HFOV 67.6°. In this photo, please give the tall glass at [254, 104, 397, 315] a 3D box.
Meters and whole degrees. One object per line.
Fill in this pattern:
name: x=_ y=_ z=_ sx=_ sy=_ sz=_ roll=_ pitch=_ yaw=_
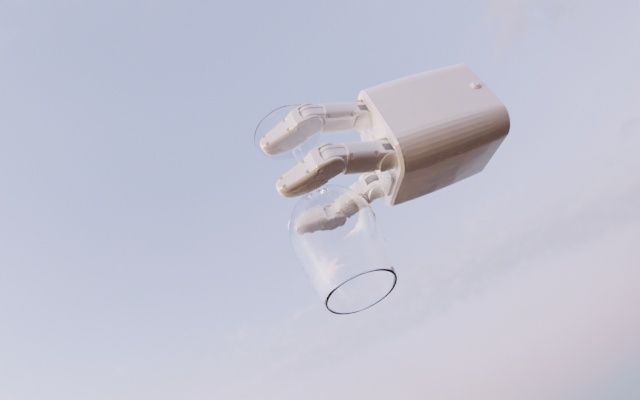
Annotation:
tall glass: x=0.000 y=0.001 z=0.437 sx=0.079 sy=0.201 sz=0.079 roll=-15 pitch=-38 yaw=-12
